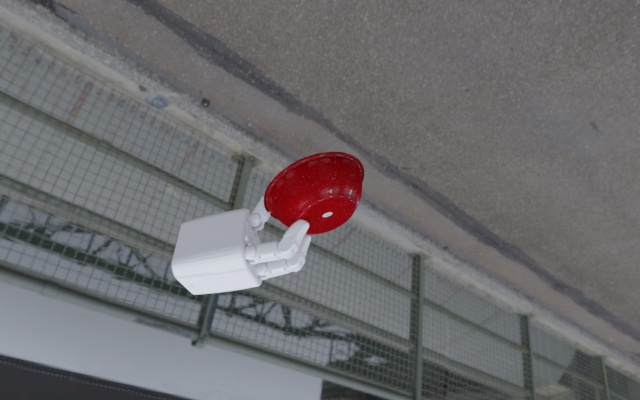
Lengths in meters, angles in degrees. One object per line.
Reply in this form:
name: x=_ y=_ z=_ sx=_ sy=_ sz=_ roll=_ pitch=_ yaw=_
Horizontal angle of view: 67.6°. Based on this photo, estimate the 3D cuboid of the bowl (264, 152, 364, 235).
bowl: x=0.001 y=0.002 z=0.709 sx=0.162 sy=0.055 sz=0.162 roll=-16 pitch=-34 yaw=-11
